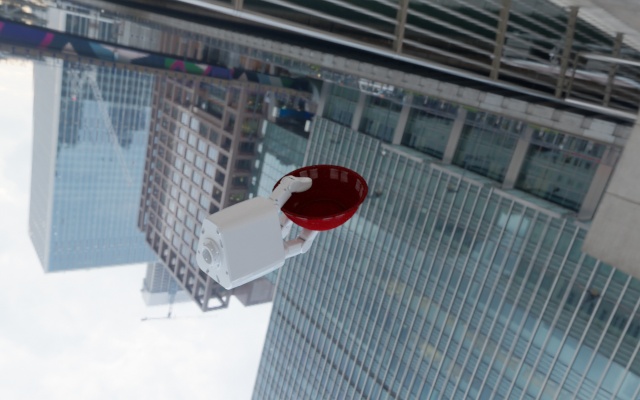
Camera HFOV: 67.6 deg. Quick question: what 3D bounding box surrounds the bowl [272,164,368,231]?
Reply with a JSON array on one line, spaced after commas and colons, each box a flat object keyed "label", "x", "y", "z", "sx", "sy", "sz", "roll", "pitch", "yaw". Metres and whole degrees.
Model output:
[{"label": "bowl", "x": 0.001, "y": 0.003, "z": 0.814, "sx": 0.162, "sy": 0.055, "sz": 0.162, "roll": -3, "pitch": 36, "yaw": 2}]
